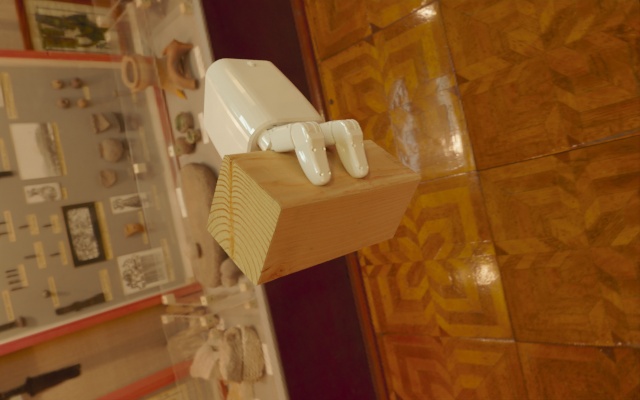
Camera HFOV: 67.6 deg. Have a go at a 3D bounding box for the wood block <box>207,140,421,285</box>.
[{"bbox_3d":[0.000,0.002,0.500,0.206,0.091,0.090,-13,44,-44],"label":"wood block"}]
